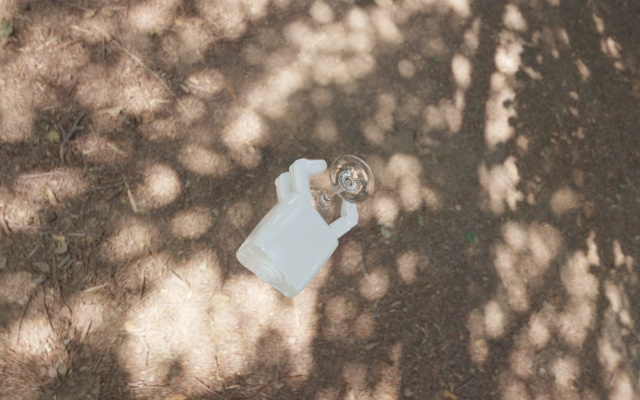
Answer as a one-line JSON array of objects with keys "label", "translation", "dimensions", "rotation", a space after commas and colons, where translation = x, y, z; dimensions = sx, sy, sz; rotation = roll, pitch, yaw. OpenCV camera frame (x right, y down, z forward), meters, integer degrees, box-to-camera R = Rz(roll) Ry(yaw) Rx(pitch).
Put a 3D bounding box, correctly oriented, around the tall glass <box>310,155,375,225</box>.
[{"label": "tall glass", "translation": [0.001, 0.002, 0.757], "dimensions": [0.079, 0.079, 0.201], "rotation": [0, -19, -29]}]
